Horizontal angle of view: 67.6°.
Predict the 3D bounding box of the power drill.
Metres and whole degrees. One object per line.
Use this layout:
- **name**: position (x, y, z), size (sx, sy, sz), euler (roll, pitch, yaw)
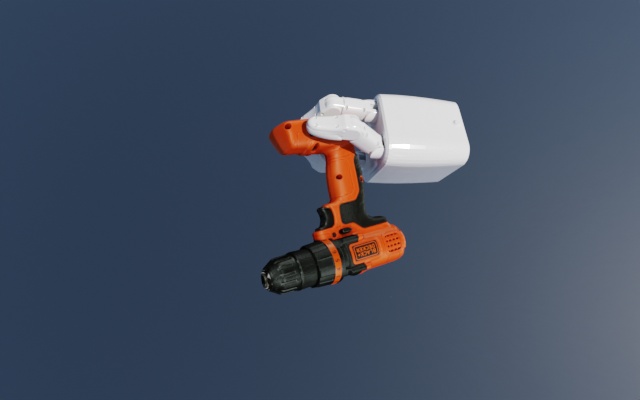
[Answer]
- **power drill**: position (0.000, 0.001, 0.550), size (0.184, 0.187, 0.057), euler (-12, -4, -31)
